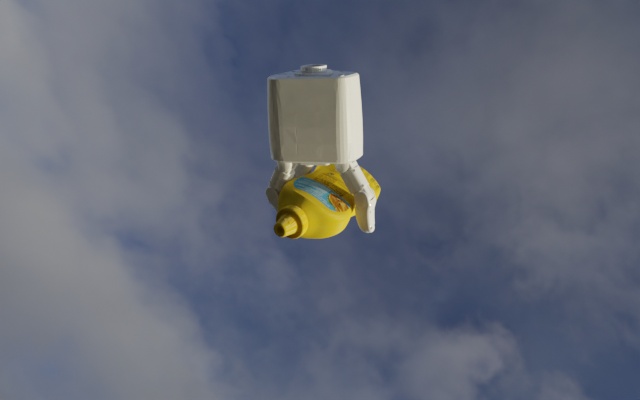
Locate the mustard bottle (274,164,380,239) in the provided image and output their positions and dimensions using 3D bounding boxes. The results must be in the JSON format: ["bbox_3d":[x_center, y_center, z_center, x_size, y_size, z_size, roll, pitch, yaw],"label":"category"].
[{"bbox_3d":[0.000,0.002,0.634,0.096,0.058,0.191,33,34,16],"label":"mustard bottle"}]
